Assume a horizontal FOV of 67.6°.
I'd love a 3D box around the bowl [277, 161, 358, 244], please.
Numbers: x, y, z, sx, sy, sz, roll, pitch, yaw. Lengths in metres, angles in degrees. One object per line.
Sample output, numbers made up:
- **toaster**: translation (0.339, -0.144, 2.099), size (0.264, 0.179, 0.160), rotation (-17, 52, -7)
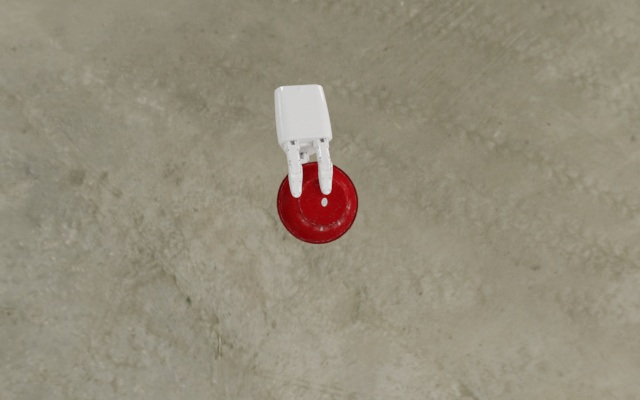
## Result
- **bowl**: translation (0.001, 0.004, 0.899), size (0.162, 0.162, 0.055), rotation (0, -3, -11)
